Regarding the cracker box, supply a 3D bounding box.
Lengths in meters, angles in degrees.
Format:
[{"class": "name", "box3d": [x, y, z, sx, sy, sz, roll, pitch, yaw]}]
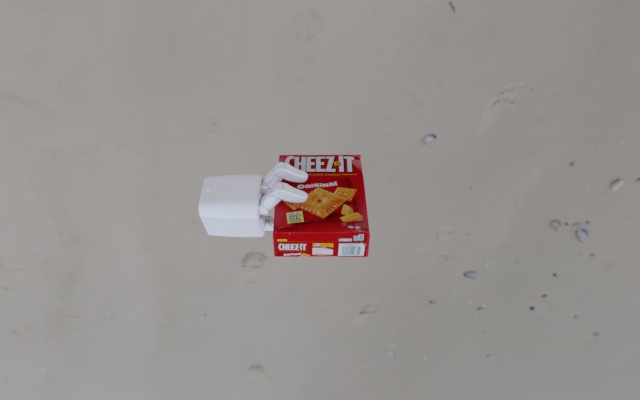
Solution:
[{"class": "cracker box", "box3d": [0.000, 0.003, 0.876, 0.164, 0.072, 0.213, 0, 44, -1]}]
